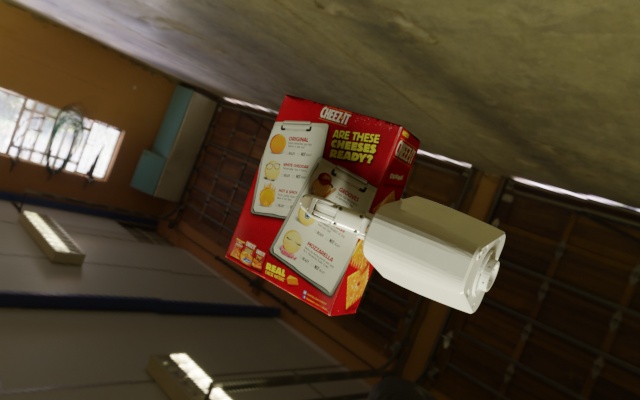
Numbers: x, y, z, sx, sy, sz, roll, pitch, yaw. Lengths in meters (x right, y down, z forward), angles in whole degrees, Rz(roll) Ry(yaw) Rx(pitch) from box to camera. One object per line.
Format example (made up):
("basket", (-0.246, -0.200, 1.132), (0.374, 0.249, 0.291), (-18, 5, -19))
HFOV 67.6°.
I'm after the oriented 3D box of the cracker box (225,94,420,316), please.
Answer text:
("cracker box", (0.000, 0.002, 0.562), (0.164, 0.213, 0.072), (22, 3, 31))
